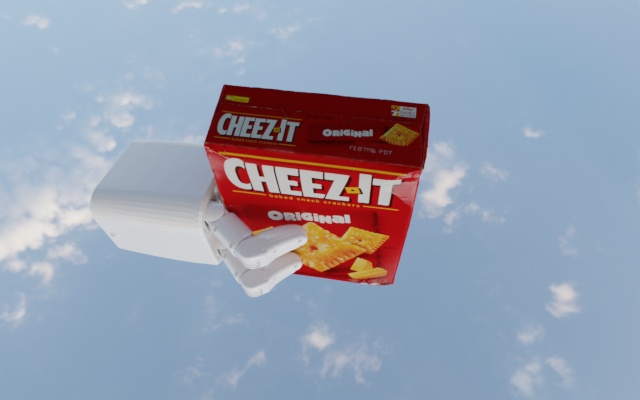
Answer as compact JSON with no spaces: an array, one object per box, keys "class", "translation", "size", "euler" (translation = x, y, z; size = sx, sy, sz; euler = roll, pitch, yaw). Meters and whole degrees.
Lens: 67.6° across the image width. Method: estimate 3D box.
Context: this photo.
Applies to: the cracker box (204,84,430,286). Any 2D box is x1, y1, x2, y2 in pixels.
[{"class":"cracker box","translation":[0.000,0.001,0.440],"size":[0.164,0.072,0.214],"euler":[6,-32,6]}]
